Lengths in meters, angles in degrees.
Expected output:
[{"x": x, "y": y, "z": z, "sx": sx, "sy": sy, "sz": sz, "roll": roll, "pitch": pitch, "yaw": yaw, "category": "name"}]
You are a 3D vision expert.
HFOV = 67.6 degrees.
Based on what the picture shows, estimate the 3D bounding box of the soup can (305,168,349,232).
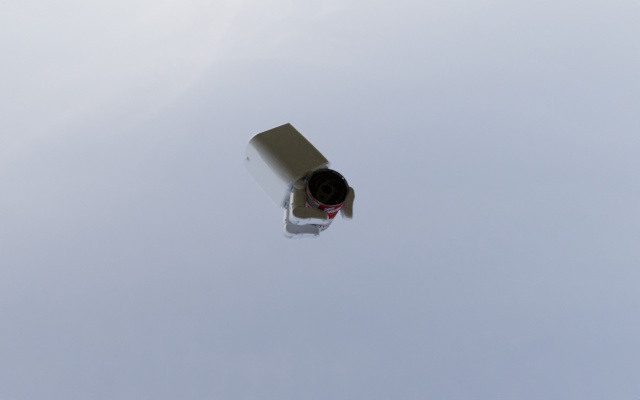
[{"x": 0.000, "y": 0.003, "z": 0.788, "sx": 0.068, "sy": 0.068, "sz": 0.102, "roll": 0, "pitch": -29, "yaw": -17, "category": "soup can"}]
